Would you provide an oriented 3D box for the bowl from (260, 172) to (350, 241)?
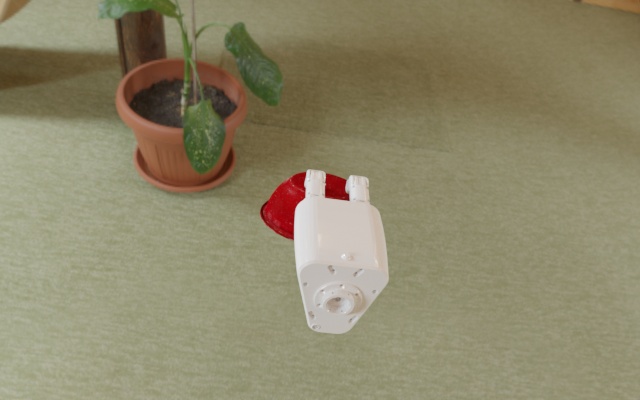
[{"bbox_3d":[0.000,0.001,0.659,0.162,0.055,0.162,8,23,-4],"label":"bowl"}]
